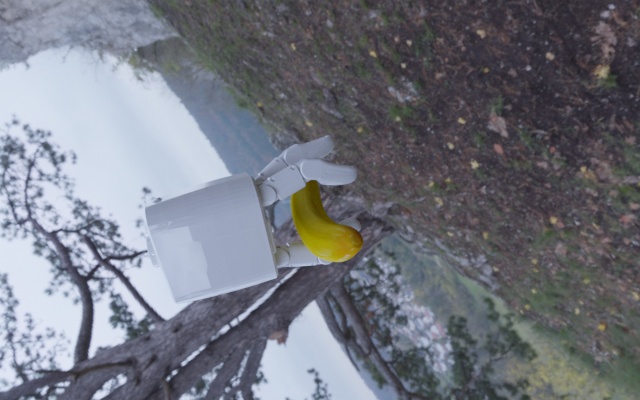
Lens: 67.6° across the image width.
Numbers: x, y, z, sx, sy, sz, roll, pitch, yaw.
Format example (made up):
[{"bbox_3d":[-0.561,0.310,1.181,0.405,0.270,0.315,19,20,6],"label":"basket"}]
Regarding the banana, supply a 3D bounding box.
[{"bbox_3d":[-0.002,0.017,0.487,0.037,0.070,0.197,-2,28,-16],"label":"banana"}]
